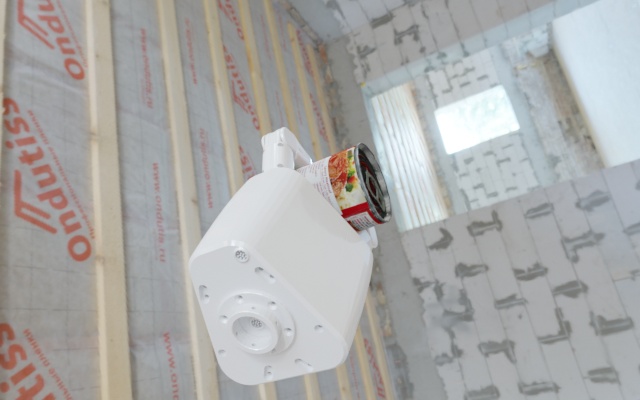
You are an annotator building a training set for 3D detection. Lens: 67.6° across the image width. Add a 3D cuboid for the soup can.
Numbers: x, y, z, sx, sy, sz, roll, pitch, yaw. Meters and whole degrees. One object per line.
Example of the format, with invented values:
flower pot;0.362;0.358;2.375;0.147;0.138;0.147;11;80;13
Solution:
soup can;0.000;0.001;0.403;0.102;0.068;0.068;-20;-7;21
